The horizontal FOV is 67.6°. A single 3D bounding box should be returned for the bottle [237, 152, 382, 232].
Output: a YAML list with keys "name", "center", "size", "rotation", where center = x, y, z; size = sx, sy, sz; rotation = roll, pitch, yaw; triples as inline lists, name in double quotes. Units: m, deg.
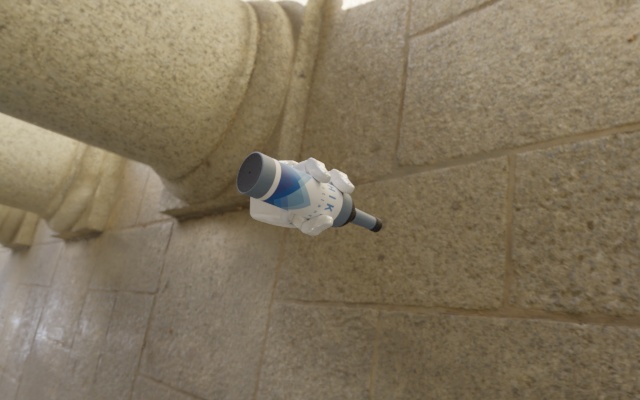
- name: "bottle"
  center: [0.000, 0.003, 0.799]
  size: [0.296, 0.069, 0.069]
  rotation: [23, -15, -39]
